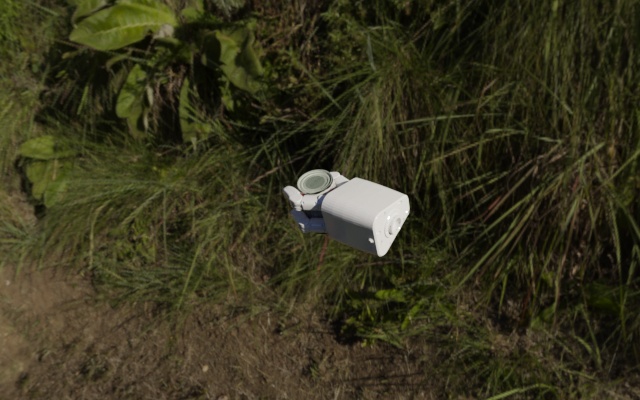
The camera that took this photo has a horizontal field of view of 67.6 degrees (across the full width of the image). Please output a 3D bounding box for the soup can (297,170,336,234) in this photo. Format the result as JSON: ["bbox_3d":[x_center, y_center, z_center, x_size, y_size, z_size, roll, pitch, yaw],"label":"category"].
[{"bbox_3d":[0.000,0.002,0.876,0.068,0.102,0.068,-9,41,8],"label":"soup can"}]
